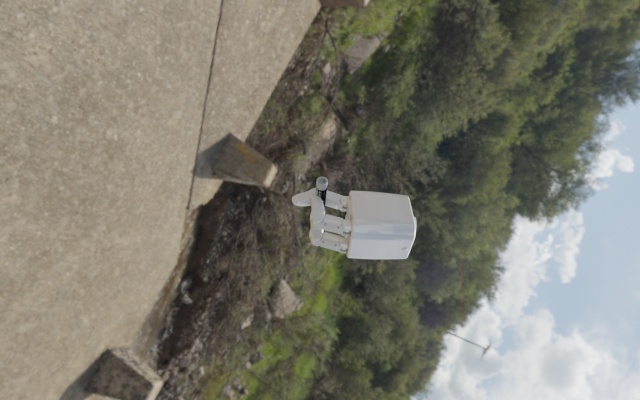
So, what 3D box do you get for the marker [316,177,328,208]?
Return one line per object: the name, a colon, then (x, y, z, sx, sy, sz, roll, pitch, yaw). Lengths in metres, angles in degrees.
marker: (0.000, 0.003, 0.841, 0.020, 0.020, 0.121, 0, -36, -3)
